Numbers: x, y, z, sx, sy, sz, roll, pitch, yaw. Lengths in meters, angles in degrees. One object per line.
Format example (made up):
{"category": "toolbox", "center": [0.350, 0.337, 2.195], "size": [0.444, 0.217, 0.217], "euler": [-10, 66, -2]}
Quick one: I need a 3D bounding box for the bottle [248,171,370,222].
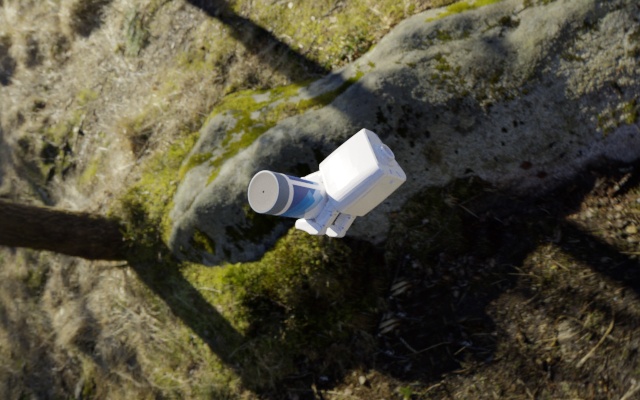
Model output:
{"category": "bottle", "center": [0.000, 0.003, 0.850], "size": [0.069, 0.069, 0.296], "euler": [0, -6, 37]}
